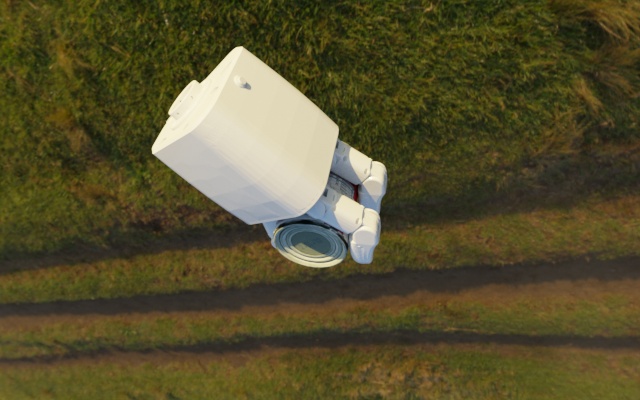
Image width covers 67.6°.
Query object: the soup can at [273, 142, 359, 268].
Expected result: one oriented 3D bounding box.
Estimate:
[{"bbox_3d":[0.000,0.002,0.441,0.068,0.102,0.069,8,-39,7],"label":"soup can"}]
